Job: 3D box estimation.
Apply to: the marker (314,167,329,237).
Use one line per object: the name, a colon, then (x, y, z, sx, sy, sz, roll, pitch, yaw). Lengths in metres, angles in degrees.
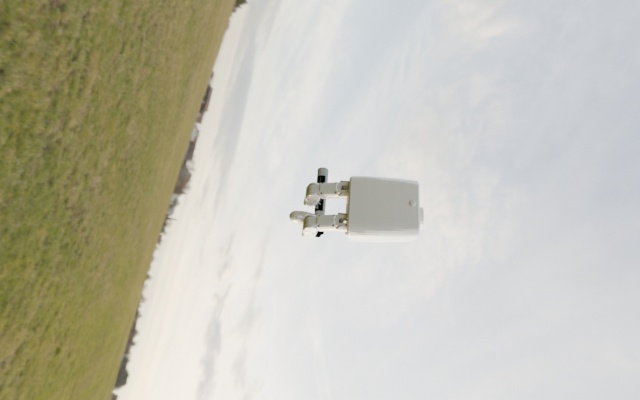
marker: (0.000, 0.003, 0.786, 0.020, 0.121, 0.020, 4, -24, 2)
